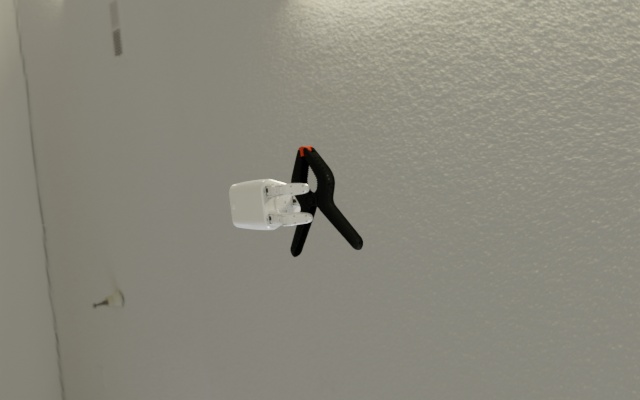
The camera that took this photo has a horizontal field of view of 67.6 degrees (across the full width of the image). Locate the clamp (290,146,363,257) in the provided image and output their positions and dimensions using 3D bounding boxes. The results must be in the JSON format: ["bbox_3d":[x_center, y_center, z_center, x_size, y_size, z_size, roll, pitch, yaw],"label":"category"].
[{"bbox_3d":[0.000,0.002,0.878,0.164,0.210,0.036,-3,5,37],"label":"clamp"}]
